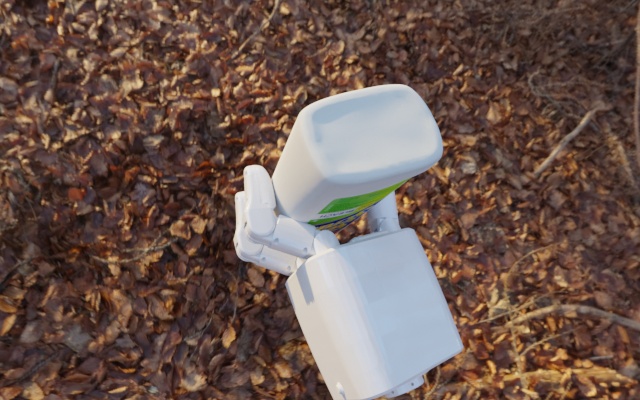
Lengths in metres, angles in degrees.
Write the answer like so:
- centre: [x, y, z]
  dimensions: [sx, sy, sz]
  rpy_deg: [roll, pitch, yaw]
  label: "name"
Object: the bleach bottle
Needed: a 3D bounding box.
- centre: [0.000, 0.001, 0.419]
  dimensions: [0.102, 0.068, 0.251]
  rpy_deg: [-16, -17, -22]
  label: "bleach bottle"
